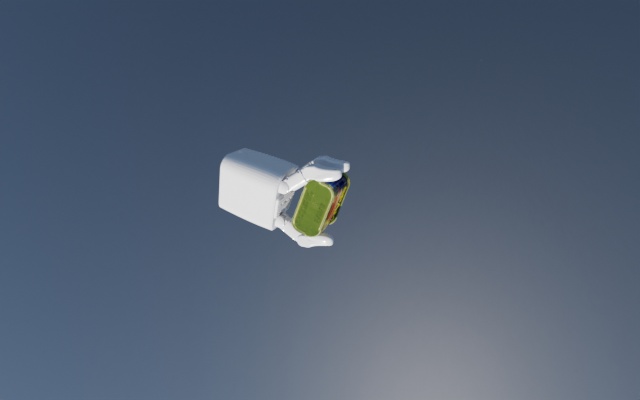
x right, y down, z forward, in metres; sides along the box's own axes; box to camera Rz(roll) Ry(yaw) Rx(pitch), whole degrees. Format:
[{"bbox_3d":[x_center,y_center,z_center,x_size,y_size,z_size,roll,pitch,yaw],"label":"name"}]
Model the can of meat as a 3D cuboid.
[{"bbox_3d":[0.000,0.003,0.787,0.057,0.102,0.084,25,22,11],"label":"can of meat"}]
